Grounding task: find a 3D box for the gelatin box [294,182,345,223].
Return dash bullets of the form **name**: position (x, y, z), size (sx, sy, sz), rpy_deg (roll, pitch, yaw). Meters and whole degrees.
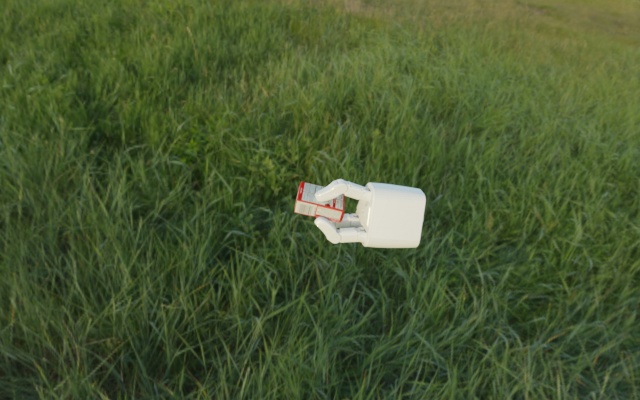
- **gelatin box**: position (0.000, 0.002, 0.882), size (0.089, 0.030, 0.073), rpy_deg (13, 30, -3)
